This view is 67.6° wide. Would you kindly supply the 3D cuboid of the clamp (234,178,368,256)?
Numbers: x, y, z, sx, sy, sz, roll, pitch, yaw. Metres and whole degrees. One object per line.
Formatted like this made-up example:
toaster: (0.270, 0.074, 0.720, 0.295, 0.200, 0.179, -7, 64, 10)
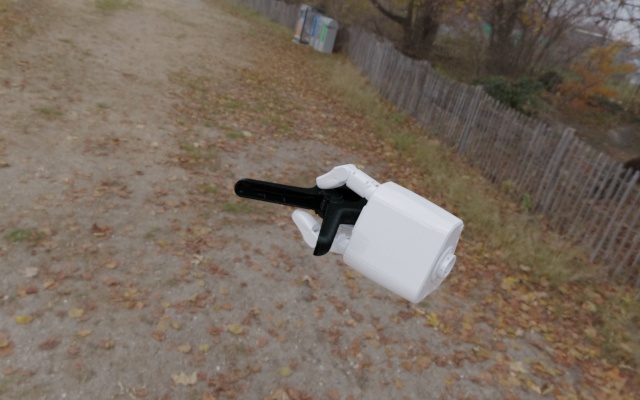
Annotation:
clamp: (0.001, 0.001, 0.643, 0.164, 0.036, 0.210, 32, 28, 28)
